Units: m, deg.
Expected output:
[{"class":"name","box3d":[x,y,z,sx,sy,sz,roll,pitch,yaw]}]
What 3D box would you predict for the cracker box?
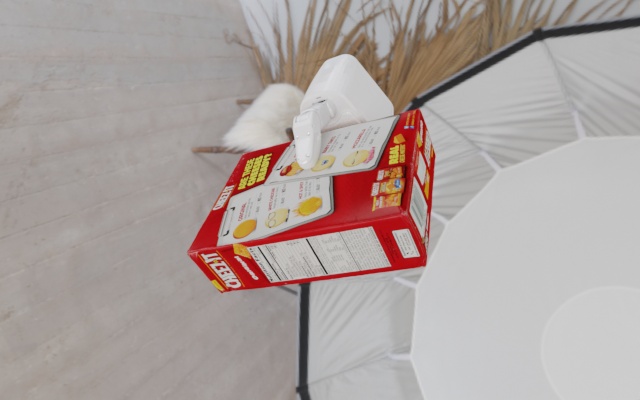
[{"class":"cracker box","box3d":[0.000,0.001,0.472,0.214,0.072,0.164,-12,35,24]}]
